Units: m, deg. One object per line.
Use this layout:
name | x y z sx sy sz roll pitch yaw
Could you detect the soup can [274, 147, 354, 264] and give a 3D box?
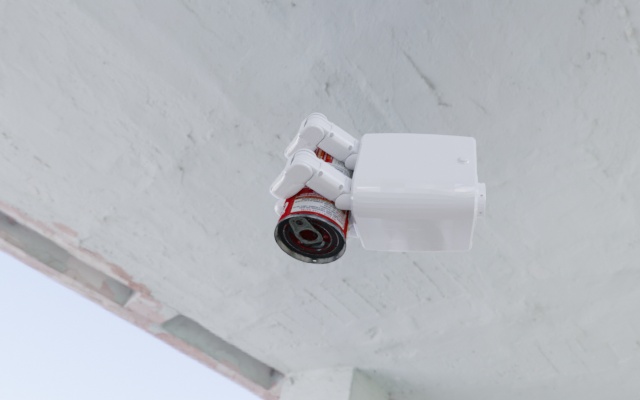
soup can | 0.000 0.001 0.470 0.068 0.102 0.069 8 -43 8
